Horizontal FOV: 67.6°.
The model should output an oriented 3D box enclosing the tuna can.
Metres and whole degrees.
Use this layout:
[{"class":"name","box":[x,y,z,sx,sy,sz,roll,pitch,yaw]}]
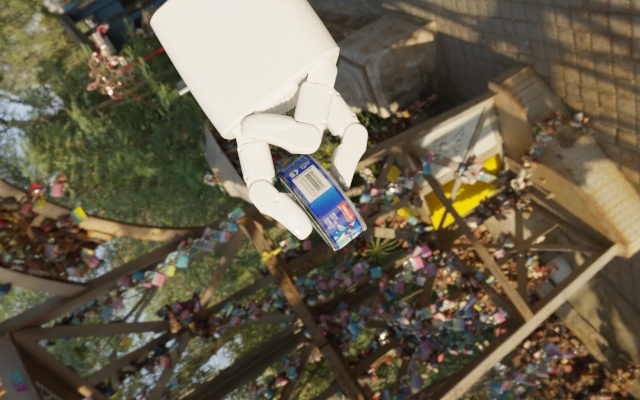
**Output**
[{"class":"tuna can","box":[0.000,0.002,0.412,0.034,0.086,0.086,-38,4,-5]}]
